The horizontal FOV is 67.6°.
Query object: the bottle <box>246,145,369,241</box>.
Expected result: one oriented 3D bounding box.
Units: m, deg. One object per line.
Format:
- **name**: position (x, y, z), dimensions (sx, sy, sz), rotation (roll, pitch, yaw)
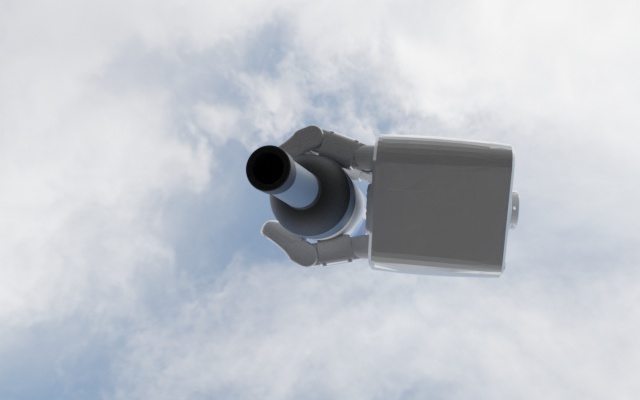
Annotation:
- **bottle**: position (0.000, 0.001, 0.415), dimensions (0.069, 0.069, 0.296), rotation (0, -8, 12)
